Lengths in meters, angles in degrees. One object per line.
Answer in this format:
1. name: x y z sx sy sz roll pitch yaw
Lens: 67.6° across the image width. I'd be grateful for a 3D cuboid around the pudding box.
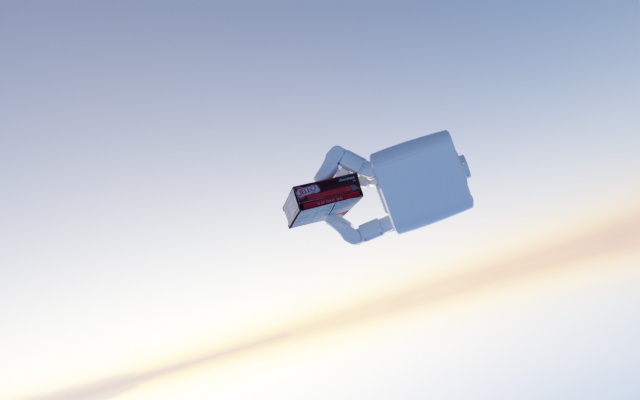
1. pudding box: 0.000 0.002 0.658 0.090 0.039 0.113 -12 -14 -15
